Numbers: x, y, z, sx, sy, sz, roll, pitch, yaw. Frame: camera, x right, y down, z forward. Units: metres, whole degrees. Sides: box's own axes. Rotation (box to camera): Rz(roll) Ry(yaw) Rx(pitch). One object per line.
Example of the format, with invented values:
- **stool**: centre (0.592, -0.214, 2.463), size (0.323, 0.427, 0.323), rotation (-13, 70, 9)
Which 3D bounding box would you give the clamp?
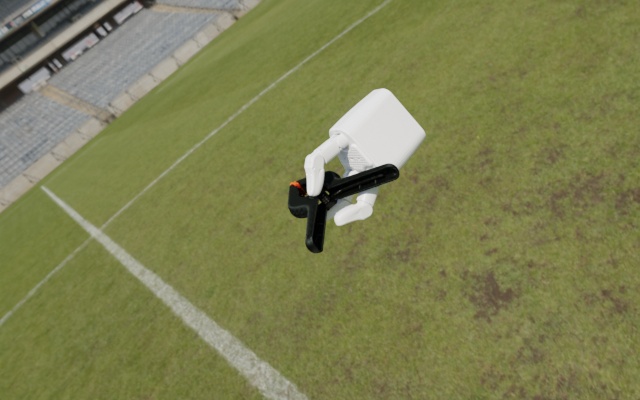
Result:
- **clamp**: centre (0.000, 0.001, 0.704), size (0.164, 0.036, 0.210), rotation (-45, 25, -20)
